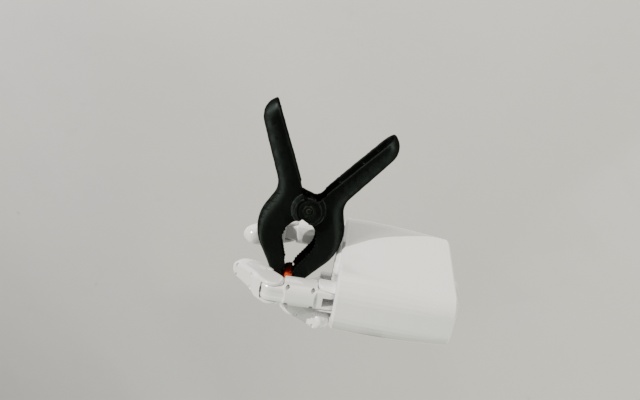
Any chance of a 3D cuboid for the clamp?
[{"bbox_3d":[0.000,0.002,0.429,0.120,0.171,0.039,10,19,2],"label":"clamp"}]
